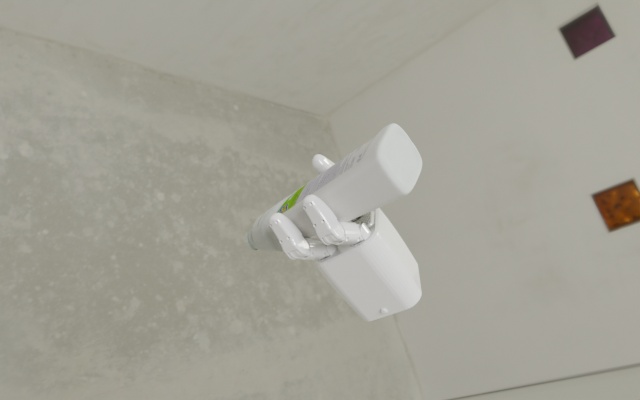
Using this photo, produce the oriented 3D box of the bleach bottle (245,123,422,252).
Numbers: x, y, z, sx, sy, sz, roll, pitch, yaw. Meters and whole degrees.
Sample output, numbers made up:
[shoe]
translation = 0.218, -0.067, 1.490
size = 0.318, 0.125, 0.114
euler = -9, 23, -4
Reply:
[bleach bottle]
translation = 0.000, 0.002, 0.596
size = 0.251, 0.068, 0.102
euler = -29, 15, 35
